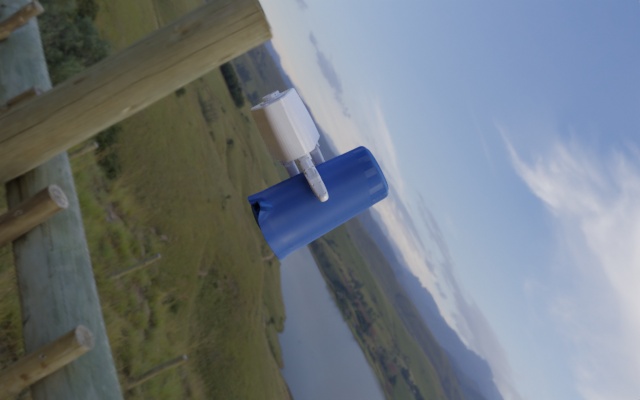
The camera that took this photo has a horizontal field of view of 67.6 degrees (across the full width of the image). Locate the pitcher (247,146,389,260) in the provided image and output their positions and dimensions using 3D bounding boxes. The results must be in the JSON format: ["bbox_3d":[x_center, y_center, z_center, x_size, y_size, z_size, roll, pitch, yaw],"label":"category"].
[{"bbox_3d":[0.000,0.003,0.893,0.243,0.145,0.149,-27,14,0],"label":"pitcher"}]
